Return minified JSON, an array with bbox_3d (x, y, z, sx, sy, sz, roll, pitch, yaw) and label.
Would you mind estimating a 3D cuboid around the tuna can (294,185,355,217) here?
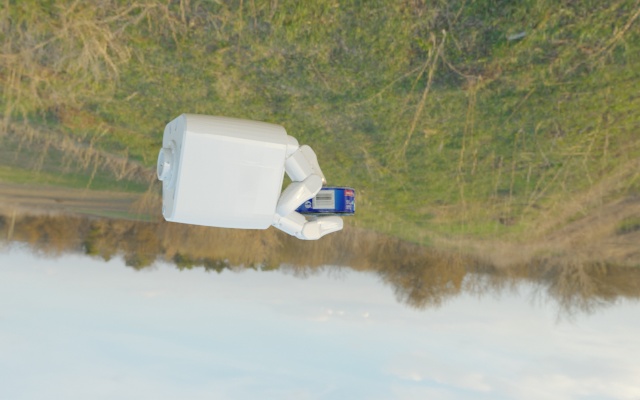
[{"bbox_3d":[0.000,0.003,0.590,0.086,0.034,0.086,-1,-4,0],"label":"tuna can"}]
